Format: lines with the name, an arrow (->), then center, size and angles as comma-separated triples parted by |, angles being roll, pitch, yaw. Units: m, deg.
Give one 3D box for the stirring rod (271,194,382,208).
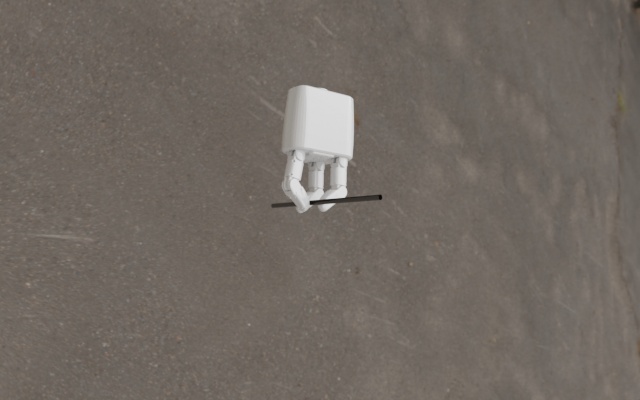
stirring rod -> 0.000, 0.002, 0.750 | 0.011, 0.011, 0.239 | 0, -3, -44
